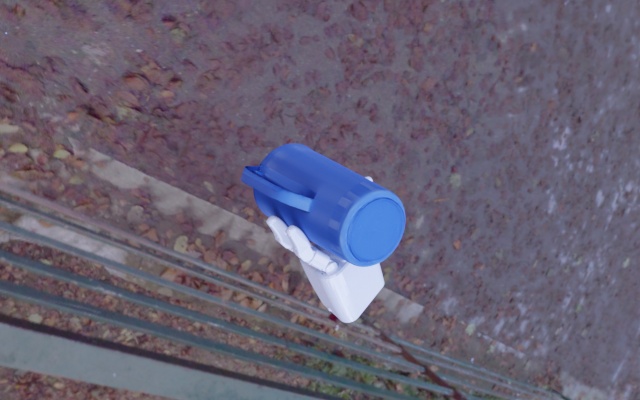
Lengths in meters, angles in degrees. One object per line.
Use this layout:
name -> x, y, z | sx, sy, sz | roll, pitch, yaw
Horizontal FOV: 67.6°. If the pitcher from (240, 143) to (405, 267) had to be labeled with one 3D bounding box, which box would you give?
pitcher -> 0.000, 0.002, 0.702 | 0.149, 0.145, 0.242 | -33, 32, -20
